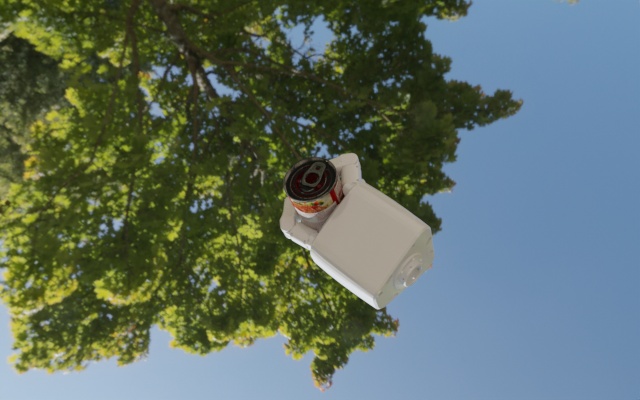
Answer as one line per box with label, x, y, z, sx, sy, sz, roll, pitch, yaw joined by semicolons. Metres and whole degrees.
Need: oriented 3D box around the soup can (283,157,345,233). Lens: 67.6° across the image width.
soup can;0.000;0.002;0.613;0.068;0.068;0.102;0;-34;18
